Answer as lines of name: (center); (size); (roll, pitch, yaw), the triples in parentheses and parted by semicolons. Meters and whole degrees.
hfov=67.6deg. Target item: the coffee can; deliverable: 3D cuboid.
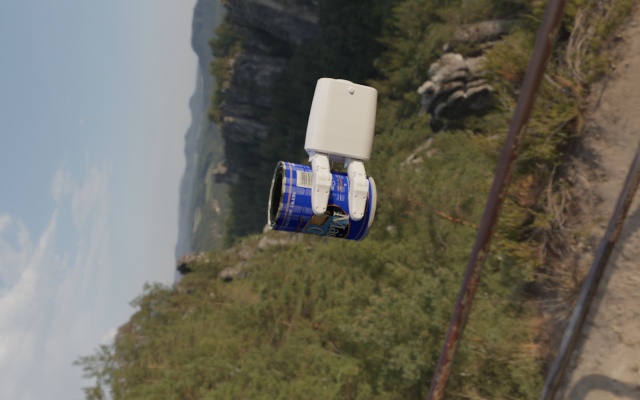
coffee can: (0.000, 0.003, 0.719); (0.140, 0.103, 0.103); (9, -2, -15)
